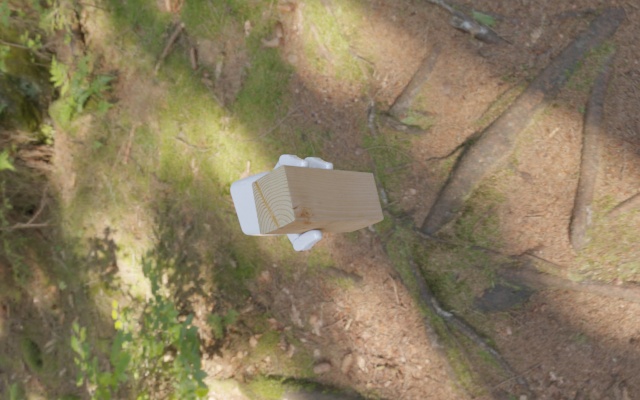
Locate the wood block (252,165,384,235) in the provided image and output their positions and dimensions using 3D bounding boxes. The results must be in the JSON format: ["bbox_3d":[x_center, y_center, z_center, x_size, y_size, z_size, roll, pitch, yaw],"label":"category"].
[{"bbox_3d":[0.000,0.003,0.803,0.206,0.090,0.090,1,-18,-44],"label":"wood block"}]
